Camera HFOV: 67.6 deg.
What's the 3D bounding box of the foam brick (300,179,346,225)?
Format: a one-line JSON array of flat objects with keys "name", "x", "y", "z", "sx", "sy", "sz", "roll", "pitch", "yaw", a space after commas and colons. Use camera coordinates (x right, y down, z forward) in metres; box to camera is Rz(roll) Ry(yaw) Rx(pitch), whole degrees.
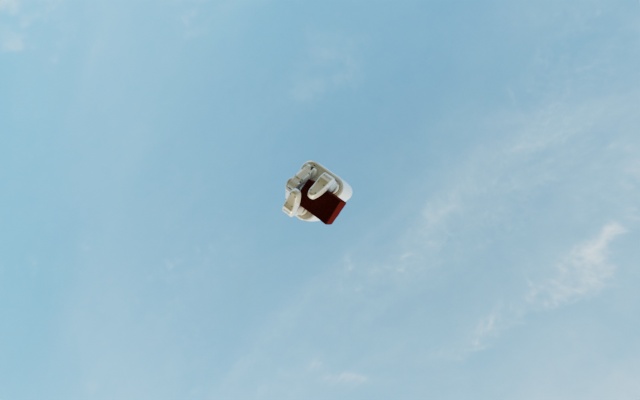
[{"name": "foam brick", "x": 0.000, "y": 0.003, "z": 0.893, "sx": 0.078, "sy": 0.053, "sz": 0.051, "roll": 36, "pitch": 6, "yaw": 16}]
